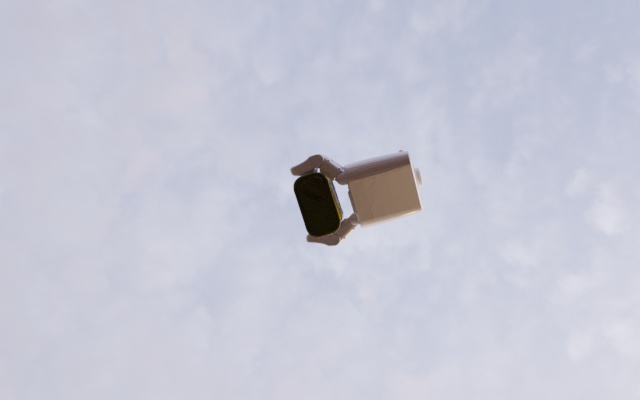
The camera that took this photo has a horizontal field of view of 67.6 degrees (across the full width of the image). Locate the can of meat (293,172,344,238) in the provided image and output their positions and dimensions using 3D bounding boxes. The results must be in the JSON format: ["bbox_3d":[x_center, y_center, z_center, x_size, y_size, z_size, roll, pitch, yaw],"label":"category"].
[{"bbox_3d":[0.000,0.003,0.794,0.057,0.102,0.084,-17,4,10],"label":"can of meat"}]
